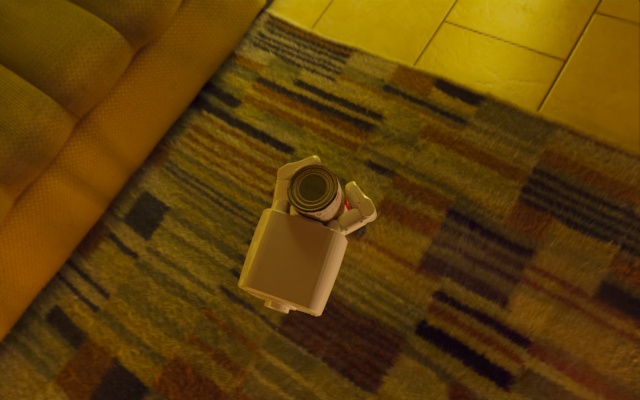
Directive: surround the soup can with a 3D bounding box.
[{"bbox_3d":[0.000,0.002,0.642,0.068,0.068,0.102,0,-22,14],"label":"soup can"}]
